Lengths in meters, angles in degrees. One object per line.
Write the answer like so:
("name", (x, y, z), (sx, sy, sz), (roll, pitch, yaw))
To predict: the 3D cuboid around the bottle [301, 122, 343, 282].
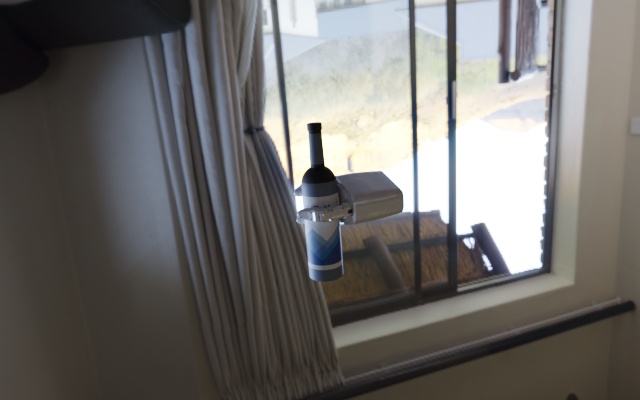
("bottle", (0.000, 0.003, 0.891), (0.069, 0.296, 0.069), (-4, 15, 1))
